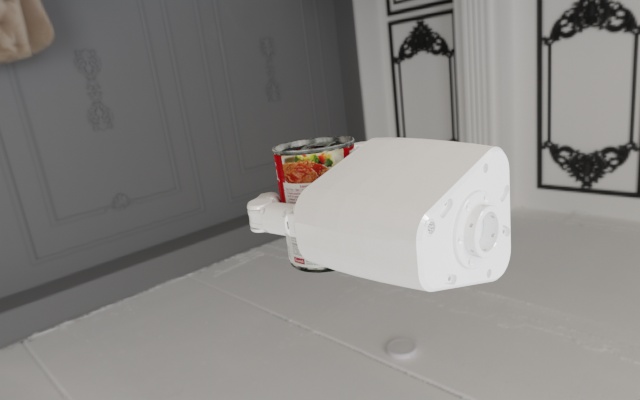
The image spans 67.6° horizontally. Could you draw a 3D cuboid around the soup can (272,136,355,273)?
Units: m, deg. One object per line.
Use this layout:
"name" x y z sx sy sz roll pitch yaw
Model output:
"soup can" 0.000 0.002 0.405 0.068 0.102 0.068 -7 15 2
